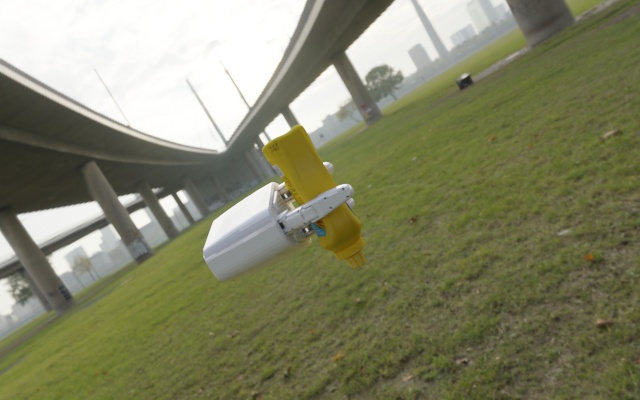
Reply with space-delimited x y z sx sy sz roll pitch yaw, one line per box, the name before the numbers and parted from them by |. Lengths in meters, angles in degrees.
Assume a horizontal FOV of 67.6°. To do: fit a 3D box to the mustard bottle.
mustard bottle | 0.000 0.002 0.597 0.058 0.191 0.096 -33 6 -13
